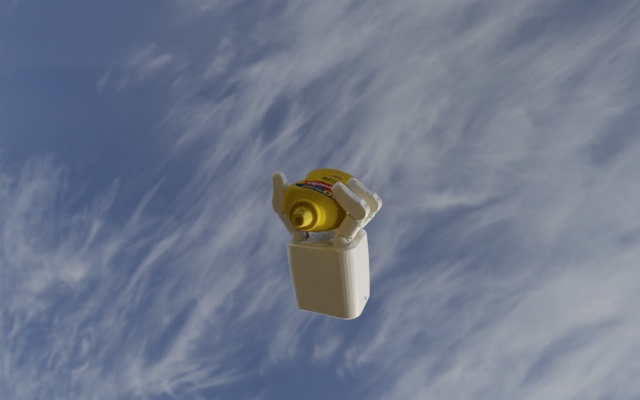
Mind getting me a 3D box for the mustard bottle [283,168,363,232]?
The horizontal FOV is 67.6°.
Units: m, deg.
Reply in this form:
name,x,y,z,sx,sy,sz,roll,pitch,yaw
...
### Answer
name,x,y,z,sx,sy,sz,roll,pitch,yaw
mustard bottle,0.000,0.002,0.682,0.096,0.058,0.191,23,20,11
